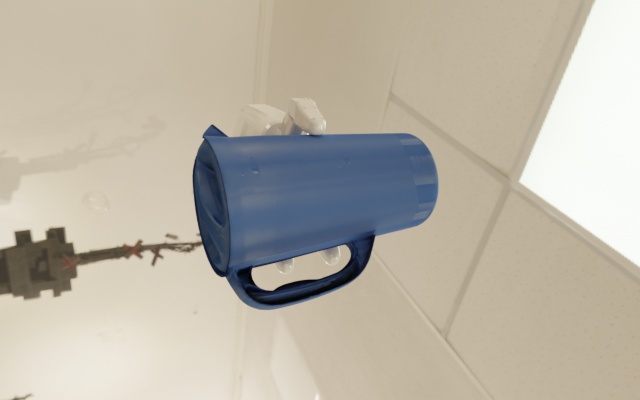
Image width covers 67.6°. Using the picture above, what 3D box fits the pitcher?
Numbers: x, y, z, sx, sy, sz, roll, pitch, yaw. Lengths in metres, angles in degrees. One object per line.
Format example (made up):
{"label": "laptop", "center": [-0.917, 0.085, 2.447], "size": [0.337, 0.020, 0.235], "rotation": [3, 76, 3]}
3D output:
{"label": "pitcher", "center": [0.000, 0.001, 0.493], "size": [0.243, 0.149, 0.145], "rotation": [-8, 26, -25]}
